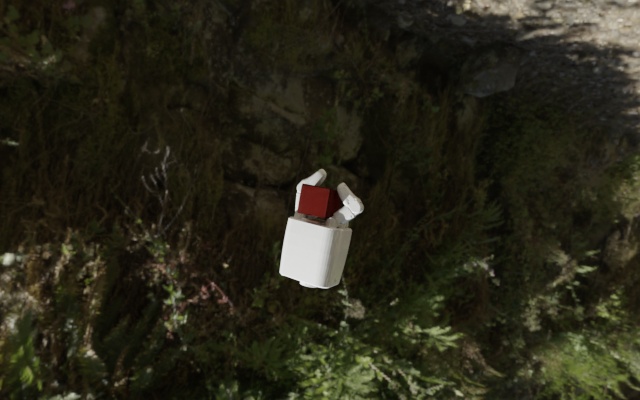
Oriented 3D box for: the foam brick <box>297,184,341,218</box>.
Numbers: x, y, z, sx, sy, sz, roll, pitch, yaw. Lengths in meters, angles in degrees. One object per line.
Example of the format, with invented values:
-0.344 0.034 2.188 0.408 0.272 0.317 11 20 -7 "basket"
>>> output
0.000 0.003 0.831 0.053 0.051 0.078 11 0 19 "foam brick"
